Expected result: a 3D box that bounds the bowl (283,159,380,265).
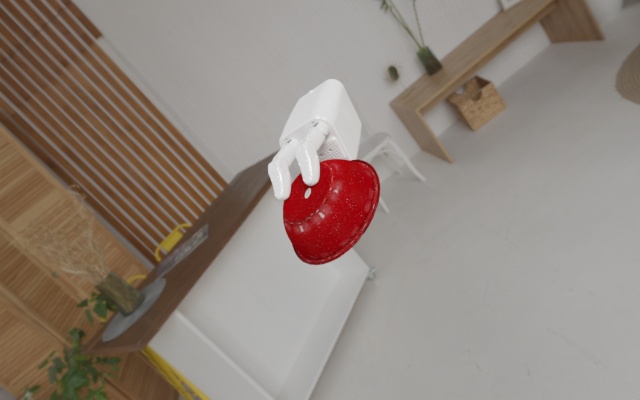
[{"bbox_3d":[0.000,0.003,0.636,0.055,0.162,0.162,34,-21,-34],"label":"bowl"}]
